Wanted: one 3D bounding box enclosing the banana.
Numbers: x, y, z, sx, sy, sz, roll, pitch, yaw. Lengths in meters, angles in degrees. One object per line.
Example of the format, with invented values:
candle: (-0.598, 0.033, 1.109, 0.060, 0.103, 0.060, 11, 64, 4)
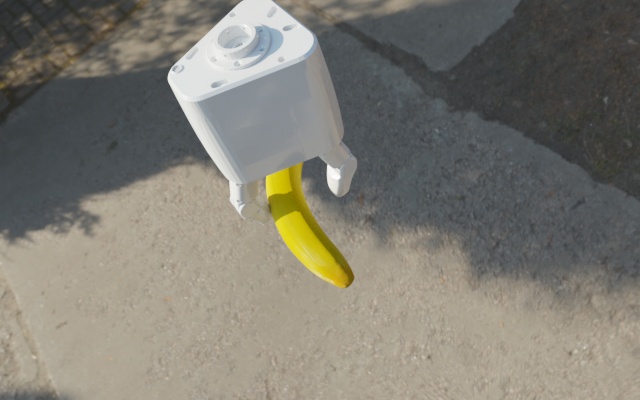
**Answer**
banana: (-0.019, 0.003, 0.492, 0.069, 0.197, 0.037, -12, -33, -1)
